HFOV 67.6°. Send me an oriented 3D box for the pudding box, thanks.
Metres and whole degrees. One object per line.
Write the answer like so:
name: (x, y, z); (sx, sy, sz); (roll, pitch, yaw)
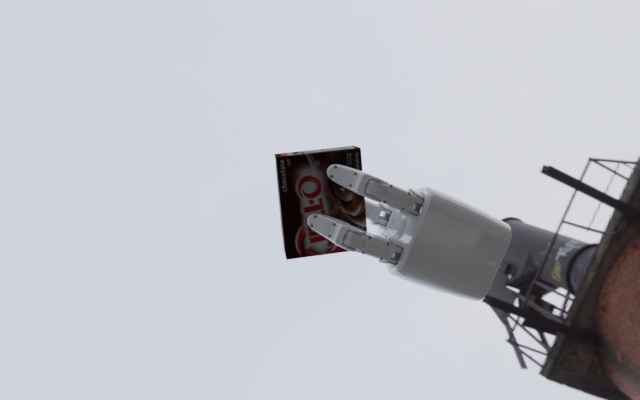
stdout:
pudding box: (0.000, 0.002, 0.512); (0.090, 0.113, 0.039); (-7, 10, -9)
